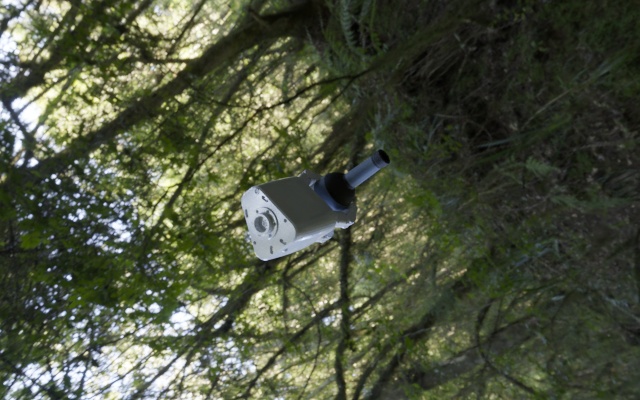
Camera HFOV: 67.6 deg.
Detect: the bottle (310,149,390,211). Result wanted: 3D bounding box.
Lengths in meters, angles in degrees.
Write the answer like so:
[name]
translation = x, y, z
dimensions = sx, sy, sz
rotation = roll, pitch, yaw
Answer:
[bottle]
translation = 0.000, 0.003, 0.831
dimensions = 0.296, 0.069, 0.069
rotation = -36, -21, 32
